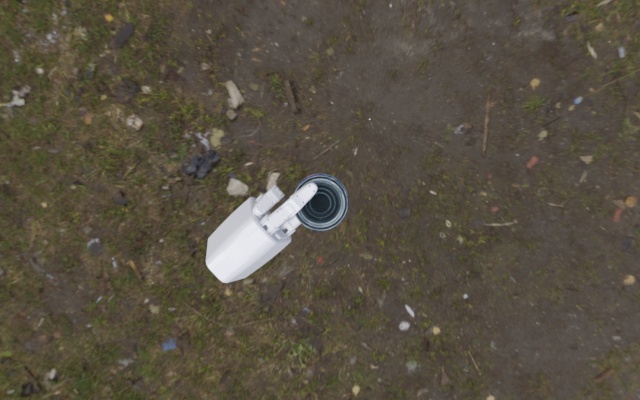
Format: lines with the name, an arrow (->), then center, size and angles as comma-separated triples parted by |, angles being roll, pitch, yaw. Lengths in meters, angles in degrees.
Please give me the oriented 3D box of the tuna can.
tuna can -> 0.000, 0.002, 0.724 | 0.086, 0.086, 0.033 | 0, 6, 2
